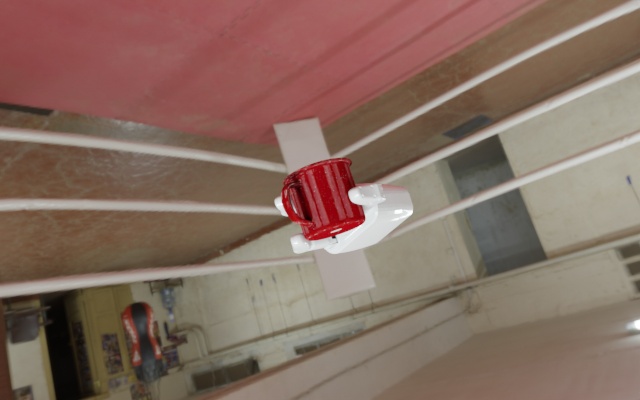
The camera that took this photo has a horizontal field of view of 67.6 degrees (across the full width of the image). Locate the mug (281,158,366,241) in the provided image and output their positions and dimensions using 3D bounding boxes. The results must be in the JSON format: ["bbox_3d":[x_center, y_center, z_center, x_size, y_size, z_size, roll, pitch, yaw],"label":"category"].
[{"bbox_3d":[-0.001,0.002,0.597,0.093,0.081,0.117,-28,-15,39],"label":"mug"}]
